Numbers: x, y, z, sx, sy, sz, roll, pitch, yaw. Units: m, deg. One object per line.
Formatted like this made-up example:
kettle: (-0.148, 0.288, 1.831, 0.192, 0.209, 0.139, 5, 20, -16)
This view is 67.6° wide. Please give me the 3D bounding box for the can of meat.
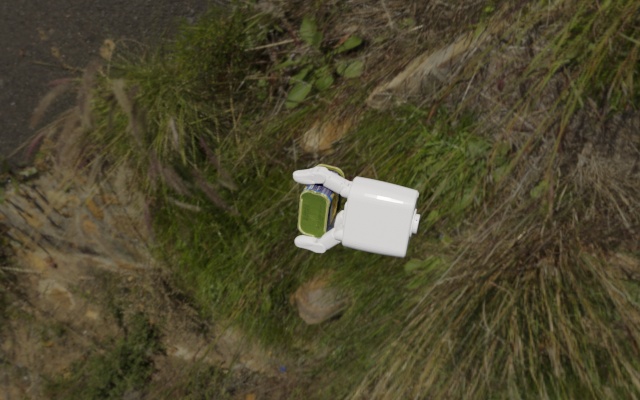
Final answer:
can of meat: (0.000, 0.003, 0.829, 0.057, 0.102, 0.084, 15, 38, 11)
